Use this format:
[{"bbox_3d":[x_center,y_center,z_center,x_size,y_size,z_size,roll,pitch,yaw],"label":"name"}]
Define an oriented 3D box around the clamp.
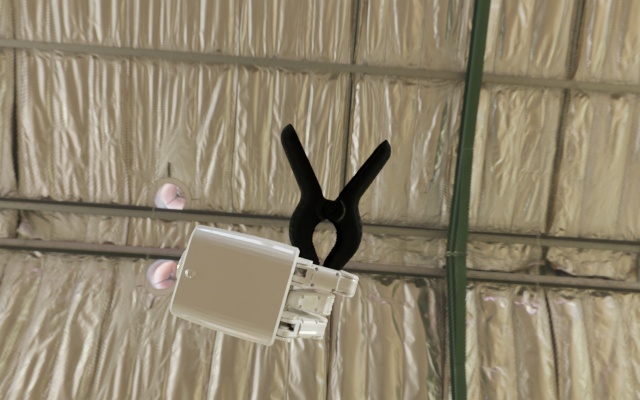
[{"bbox_3d":[0.000,0.002,0.508,0.120,0.171,0.039,16,-7,-4],"label":"clamp"}]
